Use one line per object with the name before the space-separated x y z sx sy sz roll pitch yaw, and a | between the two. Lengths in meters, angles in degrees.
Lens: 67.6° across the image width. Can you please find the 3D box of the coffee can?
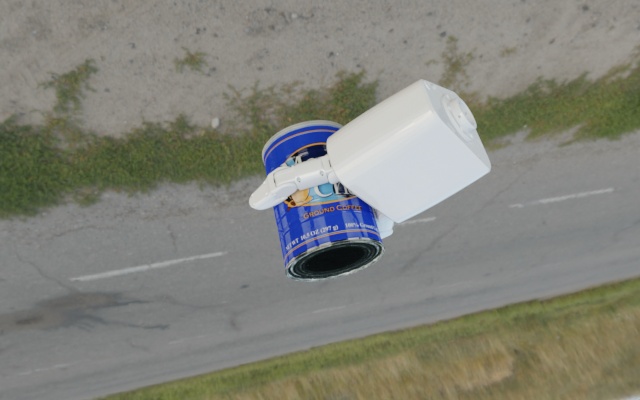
coffee can | 0.000 0.002 0.506 0.103 0.140 0.103 -11 -26 -6
